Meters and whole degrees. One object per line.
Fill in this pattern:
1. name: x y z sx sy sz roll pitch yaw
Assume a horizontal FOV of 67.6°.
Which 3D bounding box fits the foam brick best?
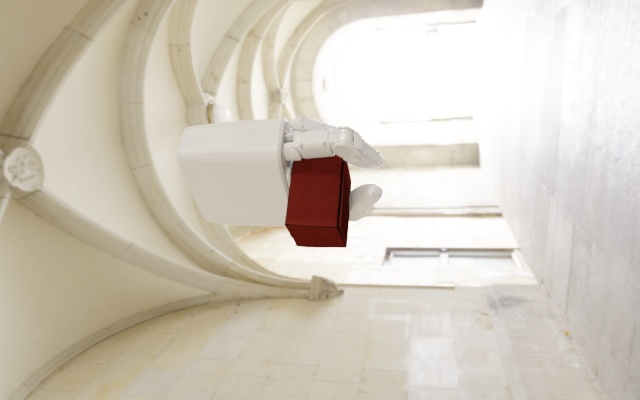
1. foam brick: 0.000 0.002 0.460 0.051 0.078 0.053 0 -28 11
